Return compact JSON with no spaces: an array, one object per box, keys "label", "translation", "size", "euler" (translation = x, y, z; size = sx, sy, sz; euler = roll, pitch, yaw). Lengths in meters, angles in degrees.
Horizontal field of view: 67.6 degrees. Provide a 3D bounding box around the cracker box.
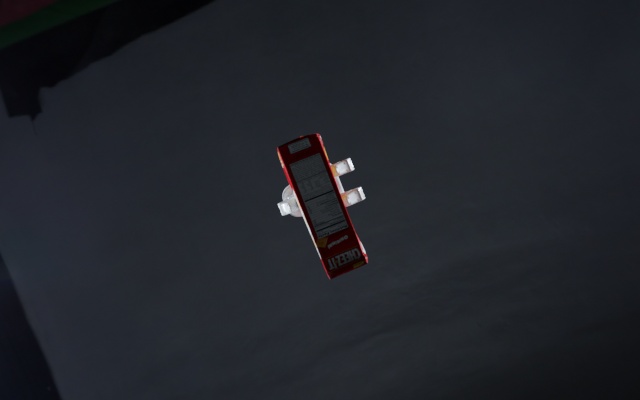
[{"label":"cracker box","translation":[0.000,0.002,0.777],"size":[0.072,0.214,0.164],"euler":[-22,5,-2]}]
